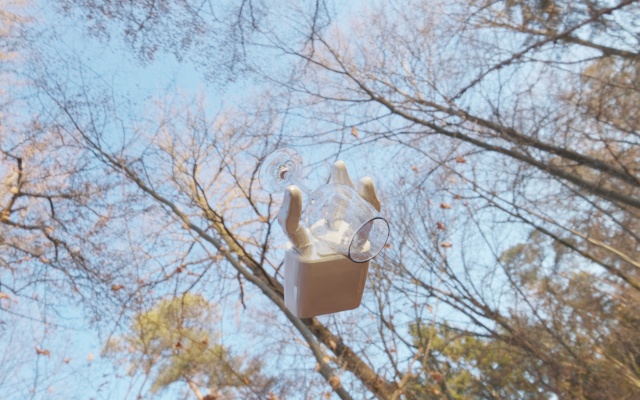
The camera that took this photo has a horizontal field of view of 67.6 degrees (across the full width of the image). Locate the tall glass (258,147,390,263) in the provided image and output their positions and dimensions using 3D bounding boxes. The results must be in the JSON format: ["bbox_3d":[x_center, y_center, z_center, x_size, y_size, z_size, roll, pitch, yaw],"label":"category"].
[{"bbox_3d":[0.000,0.002,0.618,0.079,0.079,0.201,0,27,-40],"label":"tall glass"}]
